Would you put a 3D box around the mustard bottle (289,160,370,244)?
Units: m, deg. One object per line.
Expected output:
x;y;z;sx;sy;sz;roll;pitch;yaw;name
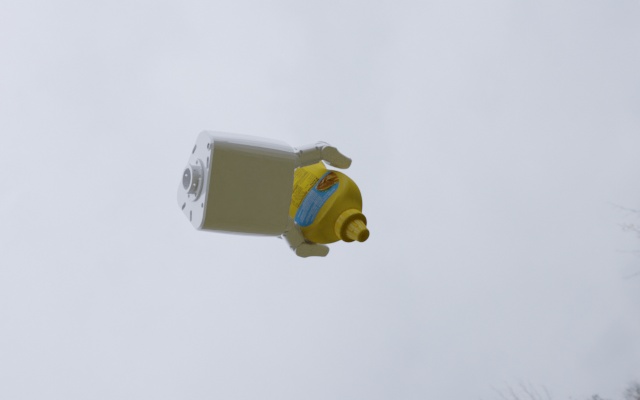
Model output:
0.000;0.002;0.624;0.058;0.096;0.191;36;1;-41;mustard bottle
